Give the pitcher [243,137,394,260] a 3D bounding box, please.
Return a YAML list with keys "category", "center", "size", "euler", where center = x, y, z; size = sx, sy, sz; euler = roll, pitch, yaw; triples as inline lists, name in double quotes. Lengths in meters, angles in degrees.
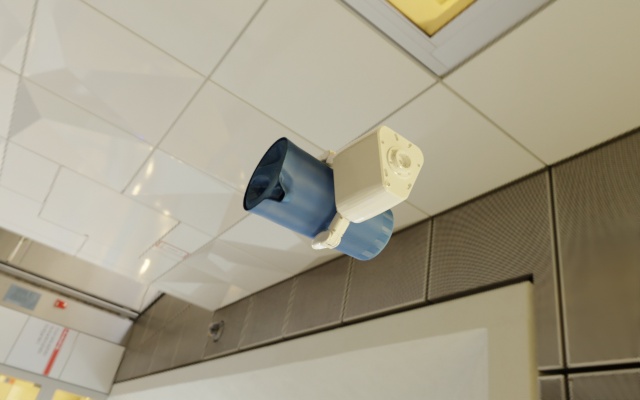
- category: "pitcher"
  center: [0.000, 0.003, 0.814]
  size: [0.243, 0.149, 0.145]
  euler: [29, -34, -24]
